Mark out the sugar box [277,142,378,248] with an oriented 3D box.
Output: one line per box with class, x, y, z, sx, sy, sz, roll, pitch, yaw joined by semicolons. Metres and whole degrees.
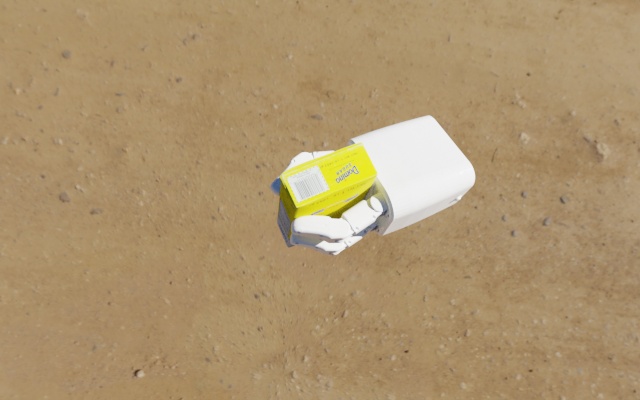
sugar box;0.000;0.002;0.549;0.093;0.048;0.176;-22;-17;-12
